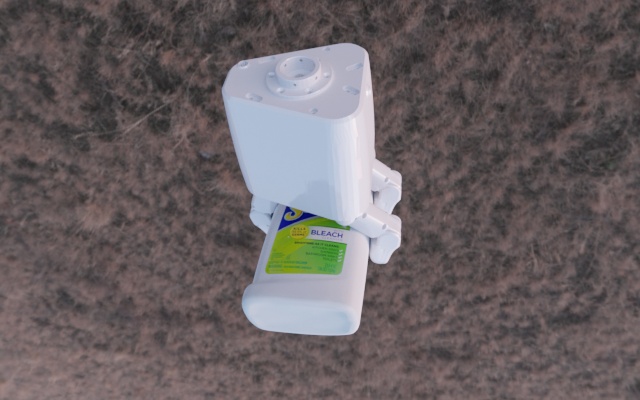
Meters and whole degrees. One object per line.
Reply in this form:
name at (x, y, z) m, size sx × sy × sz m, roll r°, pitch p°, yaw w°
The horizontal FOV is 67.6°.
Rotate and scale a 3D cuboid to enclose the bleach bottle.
bleach bottle at (0.000, 0.002, 0.472) m, size 0.102 × 0.250 × 0.068 m, roll 2°, pitch -39°, yaw 9°
